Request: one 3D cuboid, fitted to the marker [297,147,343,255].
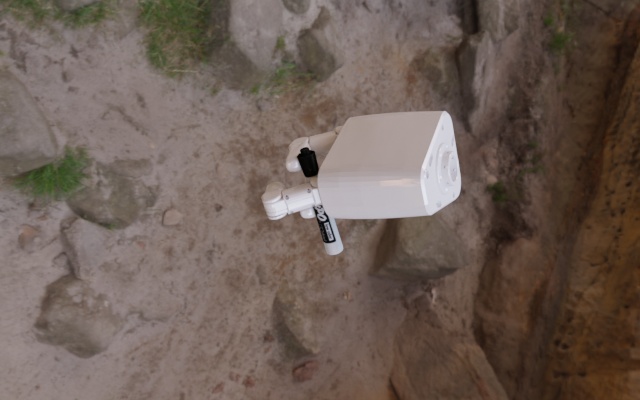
[{"bbox_3d":[0.000,0.002,0.494,0.020,0.121,0.020,-14,24,6],"label":"marker"}]
